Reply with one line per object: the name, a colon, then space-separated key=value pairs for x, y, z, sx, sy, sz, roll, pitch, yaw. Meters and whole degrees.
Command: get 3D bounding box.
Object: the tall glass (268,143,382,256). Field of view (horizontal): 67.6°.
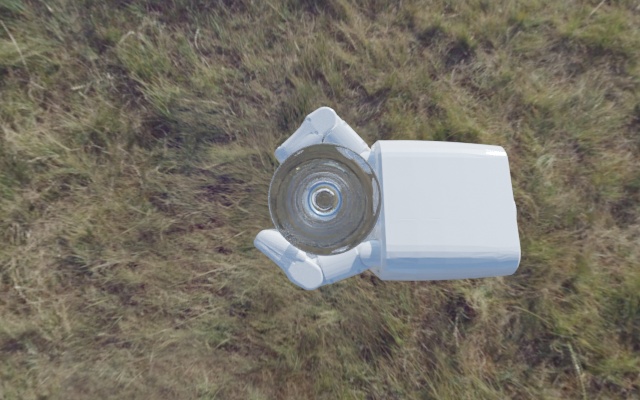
tall glass: x=0.000 y=0.001 z=0.409 sx=0.079 sy=0.079 sz=0.201 roll=0 pitch=-1 yaw=-2
